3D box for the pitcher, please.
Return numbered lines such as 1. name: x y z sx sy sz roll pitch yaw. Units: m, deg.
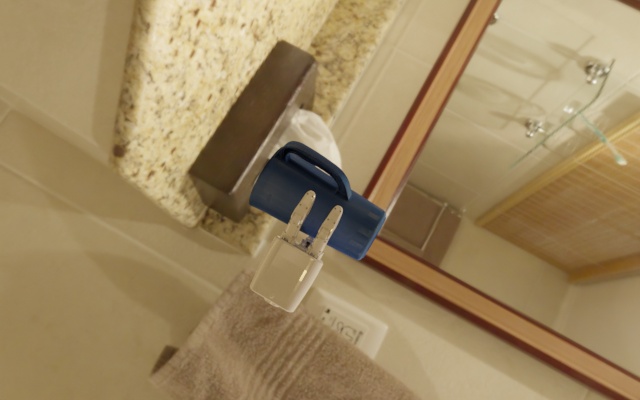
1. pitcher: 0.000 0.003 0.900 0.243 0.145 0.149 30 -3 6
